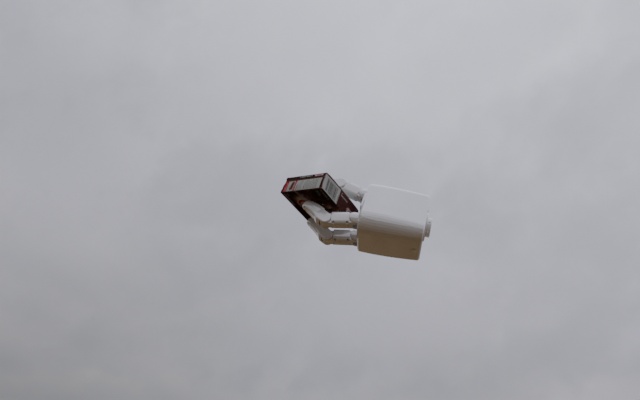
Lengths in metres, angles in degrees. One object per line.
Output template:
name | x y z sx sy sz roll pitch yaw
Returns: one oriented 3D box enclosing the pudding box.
pudding box | 0.000 0.003 0.829 0.090 0.039 0.113 -6 -42 36
